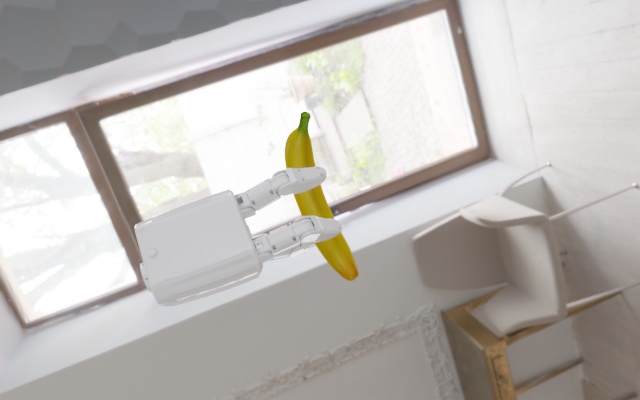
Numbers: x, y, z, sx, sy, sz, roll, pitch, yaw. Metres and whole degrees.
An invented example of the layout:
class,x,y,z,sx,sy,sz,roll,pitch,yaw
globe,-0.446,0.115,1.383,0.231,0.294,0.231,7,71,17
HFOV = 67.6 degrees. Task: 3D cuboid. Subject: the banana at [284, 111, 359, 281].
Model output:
class,x,y,z,sx,sy,sz,roll,pitch,yaw
banana,-0.006,0.001,0.560,0.037,0.198,0.069,-18,-1,-17
